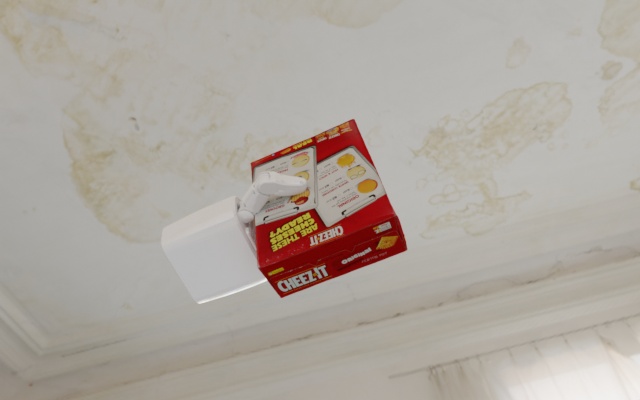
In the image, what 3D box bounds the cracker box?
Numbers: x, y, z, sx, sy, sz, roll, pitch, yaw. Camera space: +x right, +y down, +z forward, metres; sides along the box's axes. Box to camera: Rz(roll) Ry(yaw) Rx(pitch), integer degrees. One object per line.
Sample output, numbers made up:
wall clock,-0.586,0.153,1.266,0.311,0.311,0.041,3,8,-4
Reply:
cracker box,0.000,0.002,0.614,0.164,0.072,0.213,-22,39,6
